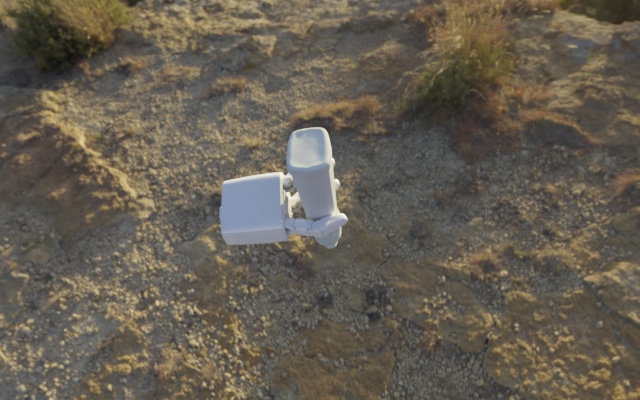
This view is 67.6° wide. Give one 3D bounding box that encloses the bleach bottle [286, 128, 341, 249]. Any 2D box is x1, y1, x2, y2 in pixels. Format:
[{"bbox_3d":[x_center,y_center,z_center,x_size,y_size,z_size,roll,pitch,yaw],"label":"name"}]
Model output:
[{"bbox_3d":[0.000,0.003,0.808,0.068,0.102,0.251,-6,-43,6],"label":"bleach bottle"}]
